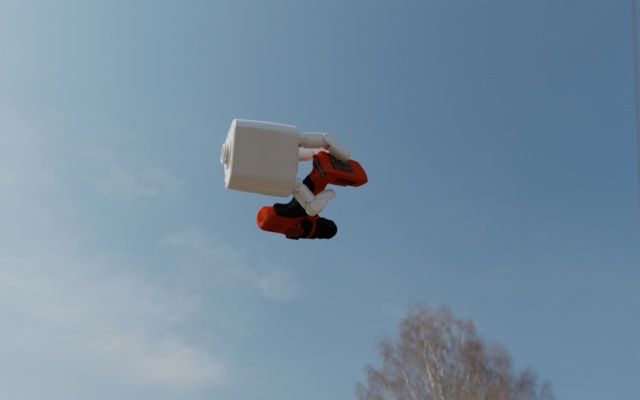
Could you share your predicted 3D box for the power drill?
[{"bbox_3d":[0.000,0.002,0.873,0.184,0.057,0.188,11,-49,-42],"label":"power drill"}]
